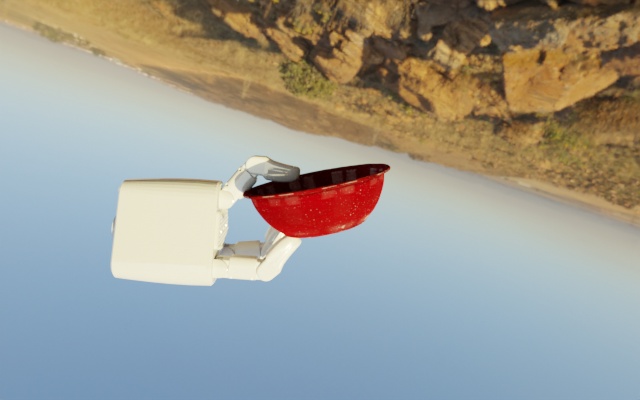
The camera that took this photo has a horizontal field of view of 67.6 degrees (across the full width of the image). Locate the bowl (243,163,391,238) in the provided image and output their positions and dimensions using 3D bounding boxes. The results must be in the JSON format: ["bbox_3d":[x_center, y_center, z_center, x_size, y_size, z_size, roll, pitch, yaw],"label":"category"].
[{"bbox_3d":[0.001,0.002,0.519,0.162,0.055,0.162,-11,9,2],"label":"bowl"}]
